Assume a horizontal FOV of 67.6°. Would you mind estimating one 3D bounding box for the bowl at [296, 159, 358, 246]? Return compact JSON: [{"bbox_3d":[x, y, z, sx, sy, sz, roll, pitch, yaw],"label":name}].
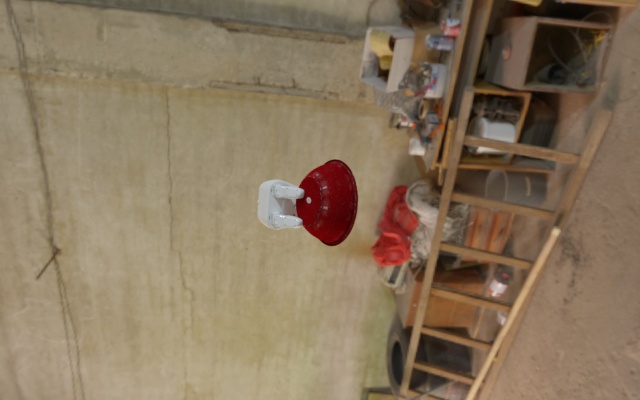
[{"bbox_3d":[0.000,0.003,0.870,0.055,0.162,0.162,3,-2,-33],"label":"bowl"}]
